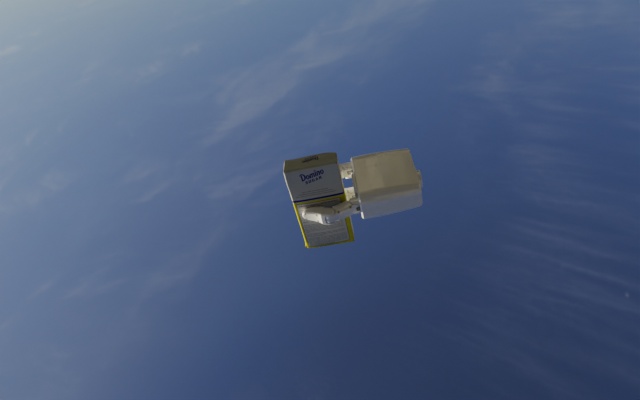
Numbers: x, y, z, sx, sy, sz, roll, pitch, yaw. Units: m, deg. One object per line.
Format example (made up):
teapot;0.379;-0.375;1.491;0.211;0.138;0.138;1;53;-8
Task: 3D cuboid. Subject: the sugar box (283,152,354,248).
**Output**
sugar box;0.000;0.002;0.844;0.093;0.176;0.048;-10;34;6
